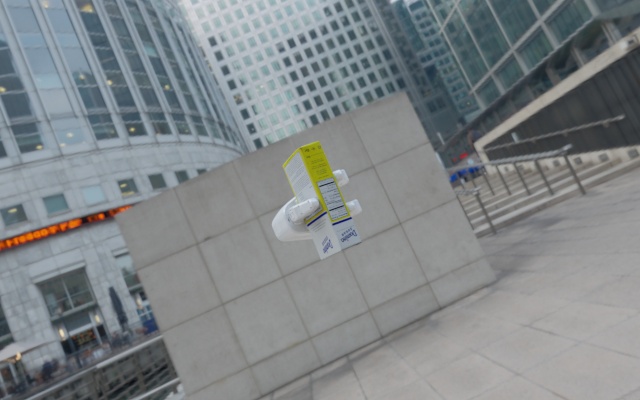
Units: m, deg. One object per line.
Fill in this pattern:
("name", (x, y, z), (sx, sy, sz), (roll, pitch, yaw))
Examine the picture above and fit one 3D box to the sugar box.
("sugar box", (0.000, 0.002, 0.776), (0.048, 0.176, 0.093), (-22, -7, -25))
